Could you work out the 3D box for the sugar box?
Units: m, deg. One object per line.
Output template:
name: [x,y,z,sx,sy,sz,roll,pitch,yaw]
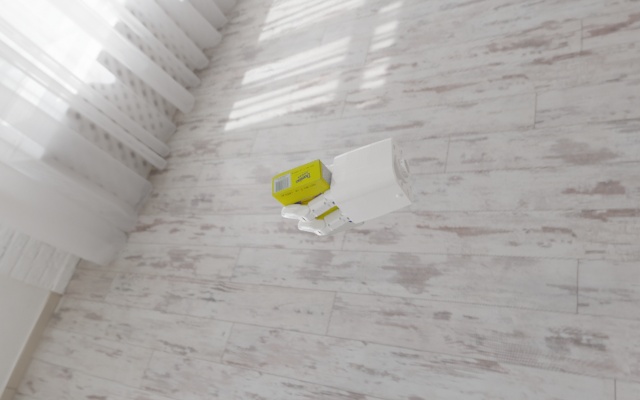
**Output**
sugar box: [0.000,0.003,0.825,0.093,0.048,0.176,-19,-37,22]
